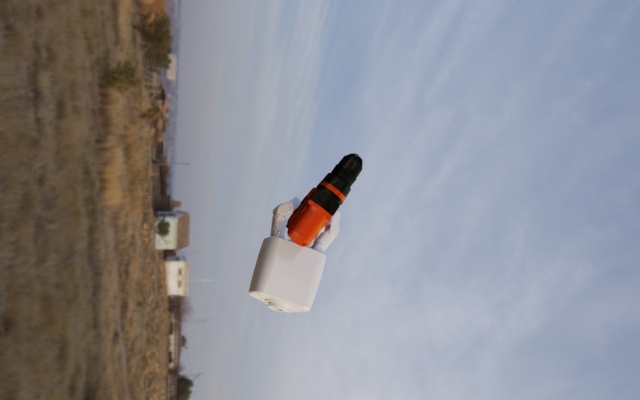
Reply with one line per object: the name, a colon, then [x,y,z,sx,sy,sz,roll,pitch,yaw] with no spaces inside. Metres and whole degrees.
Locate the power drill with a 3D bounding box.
power drill: [0.000,0.003,0.871,0.057,0.184,0.188,38,-10,-2]
